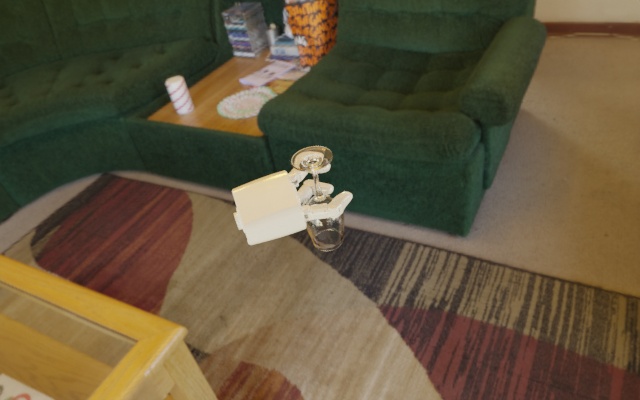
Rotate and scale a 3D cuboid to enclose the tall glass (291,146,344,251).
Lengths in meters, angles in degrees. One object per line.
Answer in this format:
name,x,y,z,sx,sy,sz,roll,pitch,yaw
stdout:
tall glass,0.000,0.002,0.888,0.079,0.201,0.079,-7,39,6
